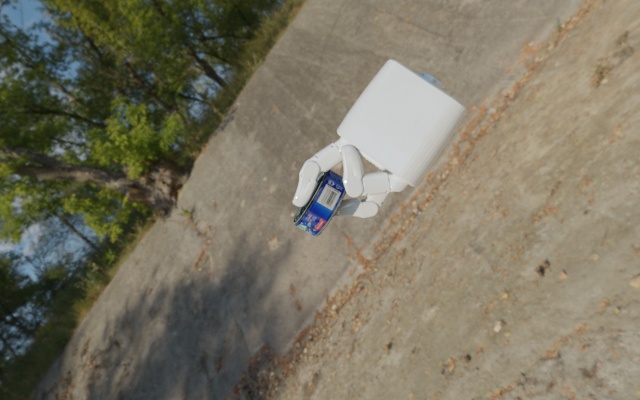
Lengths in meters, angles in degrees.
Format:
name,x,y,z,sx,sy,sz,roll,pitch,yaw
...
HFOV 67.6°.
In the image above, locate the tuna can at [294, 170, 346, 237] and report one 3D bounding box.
name,x,y,z,sx,sy,sz,roll,pitch,yaw
tuna can,0.000,0.002,0.613,0.034,0.086,0.086,30,-5,-8
